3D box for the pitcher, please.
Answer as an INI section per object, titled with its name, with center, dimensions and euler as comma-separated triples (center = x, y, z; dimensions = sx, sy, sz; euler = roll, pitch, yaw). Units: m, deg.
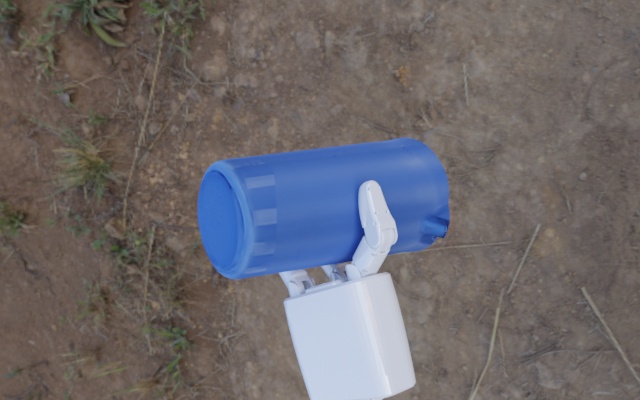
[pitcher]
center = 0.000, 0.002, 0.499
dimensions = 0.243, 0.145, 0.149
euler = -7, -14, -35
